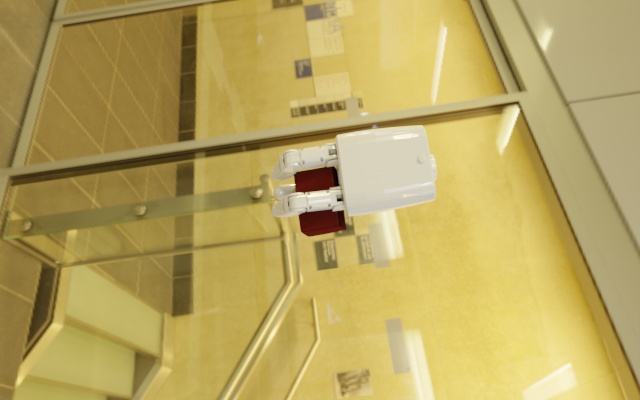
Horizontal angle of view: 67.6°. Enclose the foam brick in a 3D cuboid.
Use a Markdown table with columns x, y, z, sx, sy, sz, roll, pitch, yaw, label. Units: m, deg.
| x | y | z | sx | sy | sz | roll | pitch | yaw | label |
| --- | --- | --- | --- | --- | --- | --- | --- | --- | --- |
| 0.000 | 0.002 | 0.598 | 0.051 | 0.078 | 0.053 | -9 | -10 | 8 | foam brick |
